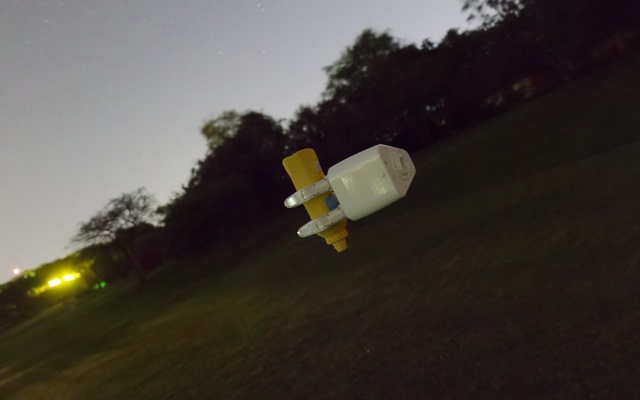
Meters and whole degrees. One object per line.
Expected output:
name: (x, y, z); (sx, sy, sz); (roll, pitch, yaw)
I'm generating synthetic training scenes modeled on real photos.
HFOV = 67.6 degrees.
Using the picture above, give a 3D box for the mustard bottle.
mustard bottle: (0.000, 0.003, 0.861); (0.058, 0.191, 0.096); (-26, 0, 12)
